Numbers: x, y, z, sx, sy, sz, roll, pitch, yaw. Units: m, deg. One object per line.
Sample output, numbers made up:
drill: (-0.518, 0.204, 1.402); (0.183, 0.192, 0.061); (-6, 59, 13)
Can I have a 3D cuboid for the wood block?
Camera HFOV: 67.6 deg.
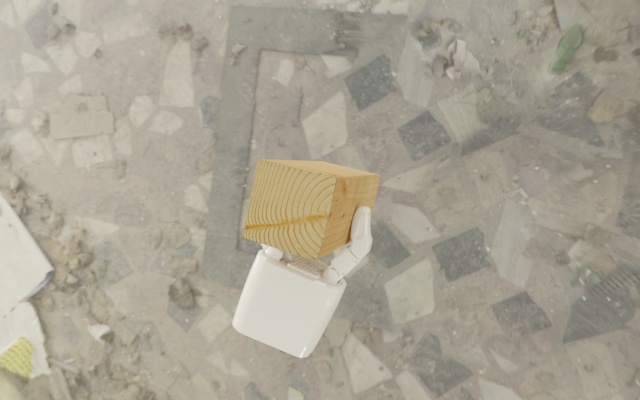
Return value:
wood block: (0.000, 0.002, 0.588); (0.091, 0.090, 0.206); (16, 9, 17)
